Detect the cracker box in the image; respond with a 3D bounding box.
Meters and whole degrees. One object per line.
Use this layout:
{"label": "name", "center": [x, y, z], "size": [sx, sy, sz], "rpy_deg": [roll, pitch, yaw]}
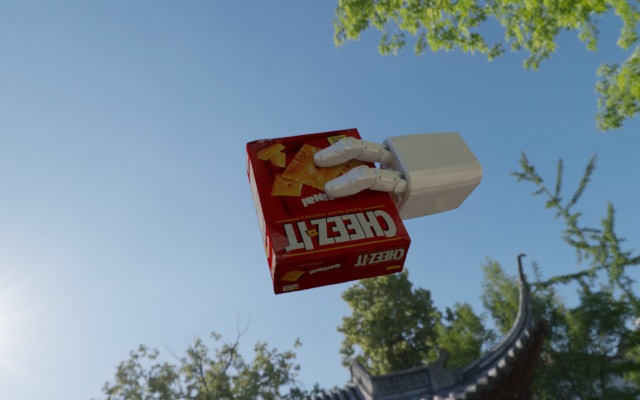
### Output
{"label": "cracker box", "center": [0.000, 0.002, 0.620], "size": [0.164, 0.213, 0.072], "rpy_deg": [-8, -42, -13]}
